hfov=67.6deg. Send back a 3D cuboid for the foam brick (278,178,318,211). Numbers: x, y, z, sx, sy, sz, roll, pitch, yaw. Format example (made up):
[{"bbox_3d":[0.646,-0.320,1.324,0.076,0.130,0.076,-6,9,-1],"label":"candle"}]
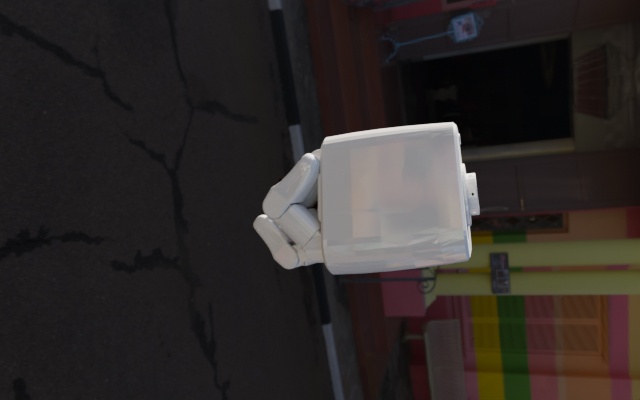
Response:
[{"bbox_3d":[0.000,0.001,0.464,0.051,0.053,0.078,-9,-2,18],"label":"foam brick"}]
